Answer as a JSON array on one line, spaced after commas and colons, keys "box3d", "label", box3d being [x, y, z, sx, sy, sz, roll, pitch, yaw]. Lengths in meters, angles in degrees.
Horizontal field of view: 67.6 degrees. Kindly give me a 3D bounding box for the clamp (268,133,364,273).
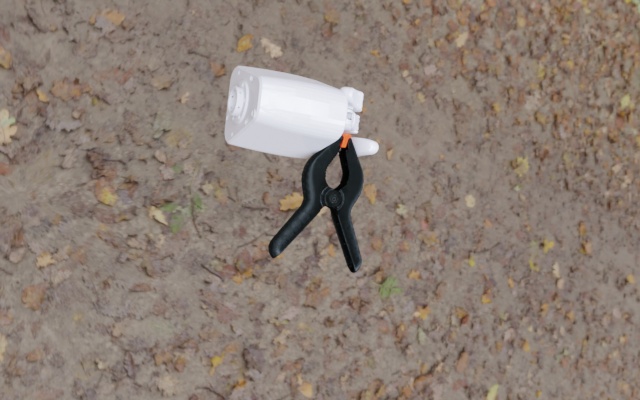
[{"box3d": [0.000, 0.002, 0.579, 0.120, 0.171, 0.039, 4, -2, -27], "label": "clamp"}]
